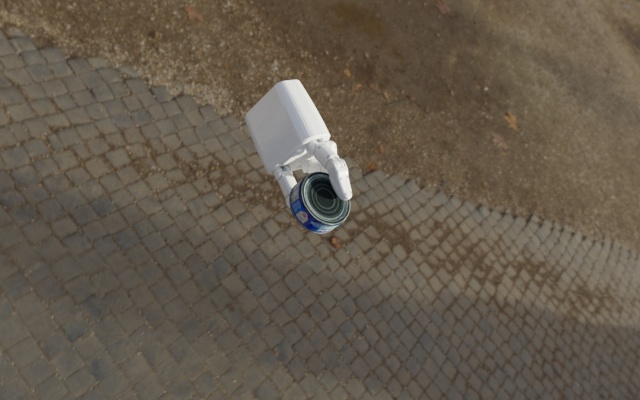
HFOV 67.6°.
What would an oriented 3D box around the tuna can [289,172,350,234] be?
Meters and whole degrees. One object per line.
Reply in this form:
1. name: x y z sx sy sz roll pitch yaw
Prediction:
1. tuna can: 0.000 0.002 0.687 0.086 0.086 0.034 0 -23 -35
